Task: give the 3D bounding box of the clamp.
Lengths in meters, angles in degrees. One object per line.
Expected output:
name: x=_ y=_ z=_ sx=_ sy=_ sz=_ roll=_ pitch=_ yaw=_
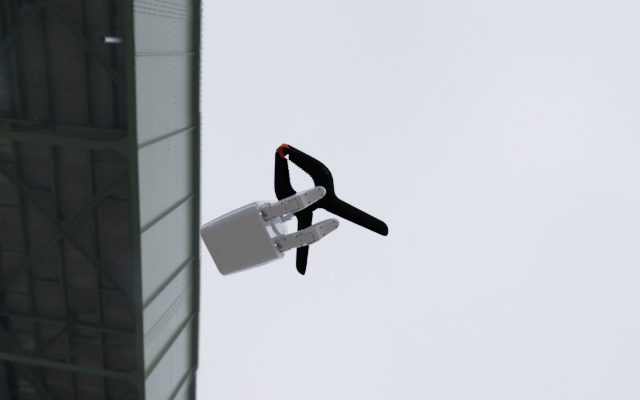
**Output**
clamp: x=0.000 y=0.002 z=0.741 sx=0.164 sy=0.210 sz=0.036 roll=-21 pitch=14 yaw=13
